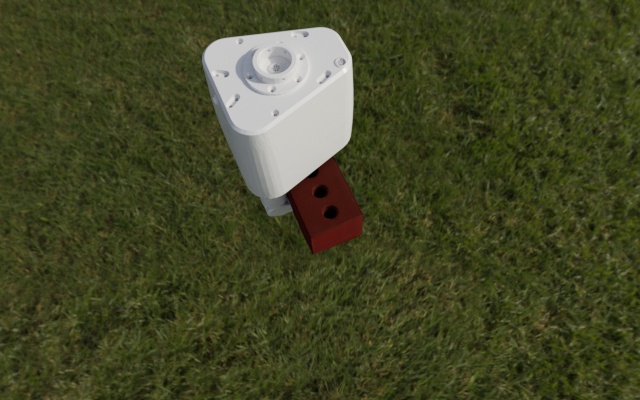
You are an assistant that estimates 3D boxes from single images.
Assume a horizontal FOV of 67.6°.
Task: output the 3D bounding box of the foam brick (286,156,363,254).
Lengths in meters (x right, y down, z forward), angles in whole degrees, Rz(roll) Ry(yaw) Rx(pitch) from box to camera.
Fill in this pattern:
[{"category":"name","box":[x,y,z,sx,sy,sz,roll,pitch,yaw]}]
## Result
[{"category":"foam brick","box":[0.000,0.002,0.449,0.053,0.078,0.051,-23,-22,-9]}]
